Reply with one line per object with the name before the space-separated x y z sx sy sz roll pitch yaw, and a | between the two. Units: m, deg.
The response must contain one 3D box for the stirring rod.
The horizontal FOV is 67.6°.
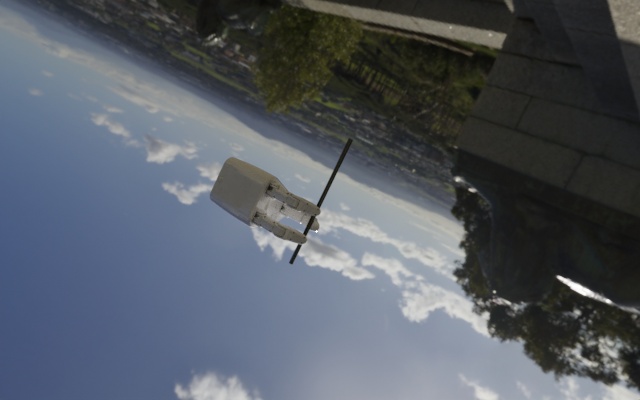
stirring rod | 0.000 0.003 0.828 0.011 0.239 0.011 26 5 -2
